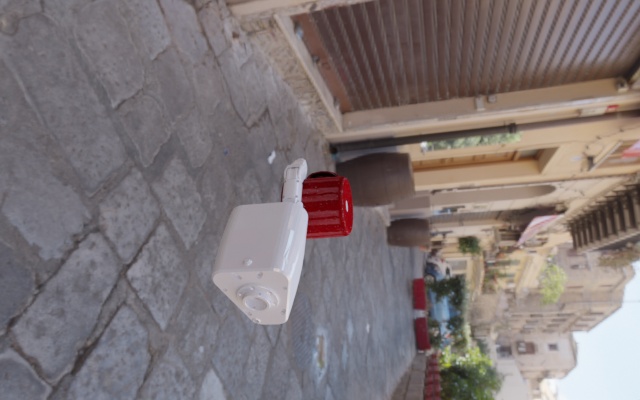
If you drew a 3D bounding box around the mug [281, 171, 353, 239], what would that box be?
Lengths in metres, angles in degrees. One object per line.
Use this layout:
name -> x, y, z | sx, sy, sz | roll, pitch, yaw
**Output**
mug -> 0.001, 0.001, 0.663 | 0.081, 0.093, 0.117 | -4, 42, 13
